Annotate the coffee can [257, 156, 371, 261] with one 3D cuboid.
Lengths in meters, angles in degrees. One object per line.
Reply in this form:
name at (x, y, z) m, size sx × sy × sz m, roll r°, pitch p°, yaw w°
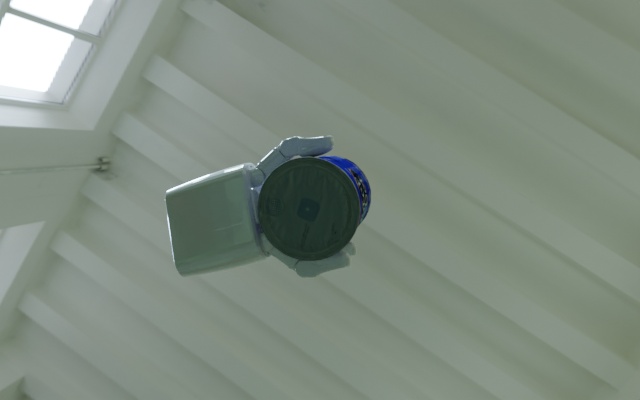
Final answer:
coffee can at (0.000, 0.002, 0.531) m, size 0.103 × 0.103 × 0.140 m, roll 0°, pitch 6°, yaw 11°
